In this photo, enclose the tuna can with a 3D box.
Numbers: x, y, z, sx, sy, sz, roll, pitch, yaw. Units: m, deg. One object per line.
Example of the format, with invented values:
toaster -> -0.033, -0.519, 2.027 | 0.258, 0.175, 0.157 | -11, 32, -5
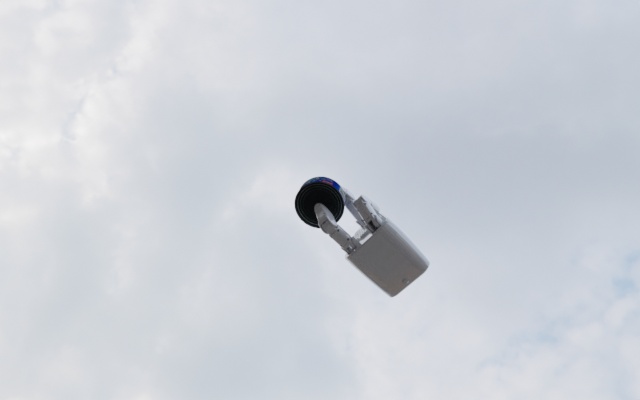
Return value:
tuna can -> 0.000, 0.002, 0.822 | 0.086, 0.086, 0.033 | 0, 22, 9
